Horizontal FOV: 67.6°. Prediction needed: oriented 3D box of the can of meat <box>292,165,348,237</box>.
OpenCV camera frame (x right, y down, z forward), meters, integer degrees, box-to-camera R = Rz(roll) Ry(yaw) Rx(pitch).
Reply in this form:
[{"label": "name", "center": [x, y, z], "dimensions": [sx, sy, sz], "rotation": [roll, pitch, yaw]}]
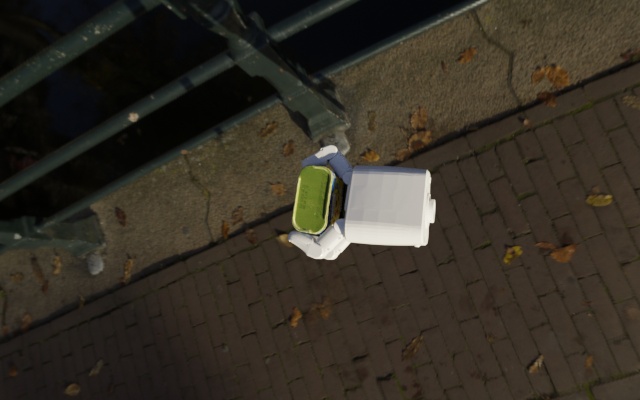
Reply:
[{"label": "can of meat", "center": [0.000, 0.002, 0.703], "dimensions": [0.057, 0.102, 0.084], "rotation": [6, -4, 18]}]
